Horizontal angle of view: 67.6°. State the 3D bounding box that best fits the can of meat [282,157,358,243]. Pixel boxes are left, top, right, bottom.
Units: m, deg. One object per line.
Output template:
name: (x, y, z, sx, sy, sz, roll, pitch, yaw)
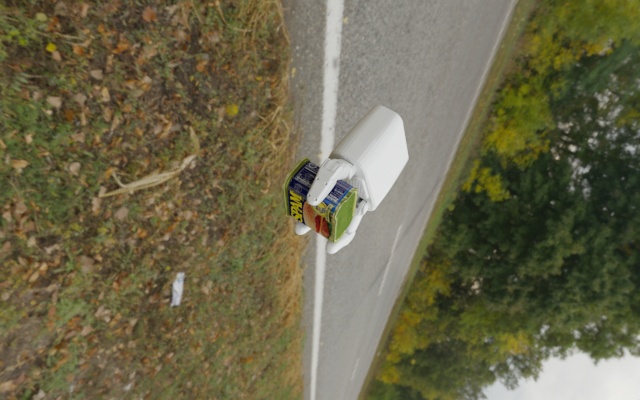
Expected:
can of meat: (0.000, 0.002, 0.646, 0.084, 0.057, 0.102, 31, -28, 17)
